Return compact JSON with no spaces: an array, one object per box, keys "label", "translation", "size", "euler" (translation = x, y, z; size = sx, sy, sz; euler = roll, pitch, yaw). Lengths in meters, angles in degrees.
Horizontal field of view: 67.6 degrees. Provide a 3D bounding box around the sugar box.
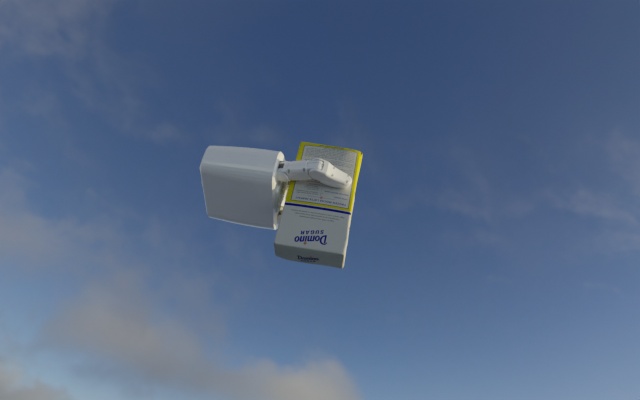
[{"label":"sugar box","translation":[0.000,0.002,0.657],"size":[0.093,0.176,0.048],"euler":[9,-33,5]}]
